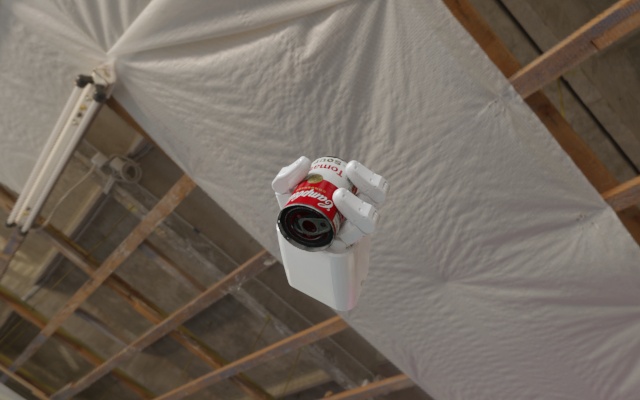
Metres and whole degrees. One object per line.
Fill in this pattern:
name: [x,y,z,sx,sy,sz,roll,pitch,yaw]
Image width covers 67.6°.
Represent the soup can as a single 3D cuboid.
soup can: [0.000,0.001,0.561,0.068,0.068,0.102,0,36,24]
